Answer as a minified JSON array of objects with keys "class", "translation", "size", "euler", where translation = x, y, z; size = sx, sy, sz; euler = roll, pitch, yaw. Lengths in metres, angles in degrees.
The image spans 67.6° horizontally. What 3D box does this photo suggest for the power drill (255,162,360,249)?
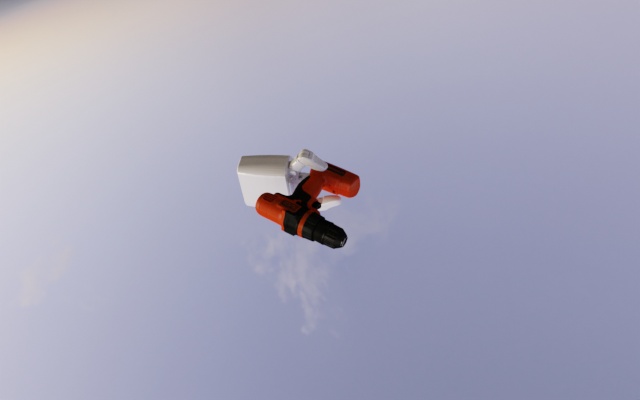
[{"class":"power drill","translation":[0.000,0.003,0.894],"size":[0.184,0.057,0.187],"euler":[25,40,20]}]
